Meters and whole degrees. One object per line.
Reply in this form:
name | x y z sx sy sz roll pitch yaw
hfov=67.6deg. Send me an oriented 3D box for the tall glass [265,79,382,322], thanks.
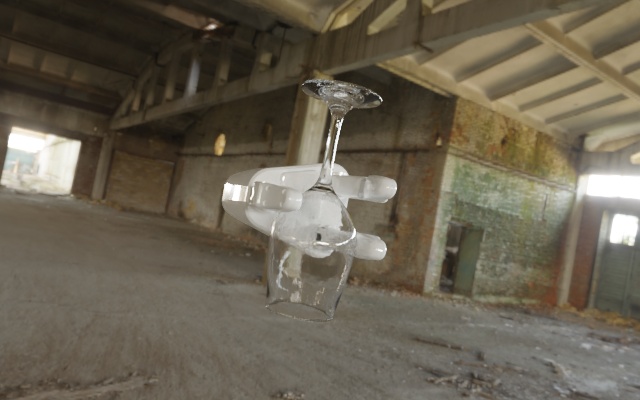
tall glass | 0.000 0.001 0.427 0.079 0.201 0.079 11 -2 0
